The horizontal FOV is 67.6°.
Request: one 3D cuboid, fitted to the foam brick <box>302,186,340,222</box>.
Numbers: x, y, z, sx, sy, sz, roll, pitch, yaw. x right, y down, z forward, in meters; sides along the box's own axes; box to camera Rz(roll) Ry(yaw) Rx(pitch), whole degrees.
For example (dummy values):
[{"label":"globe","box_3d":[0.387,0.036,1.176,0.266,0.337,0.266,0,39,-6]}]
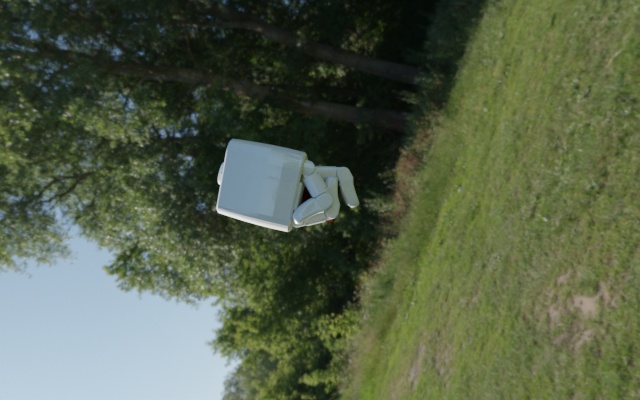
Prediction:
[{"label":"foam brick","box_3d":[0.000,0.002,0.722,0.051,0.053,0.078,9,-4,1]}]
